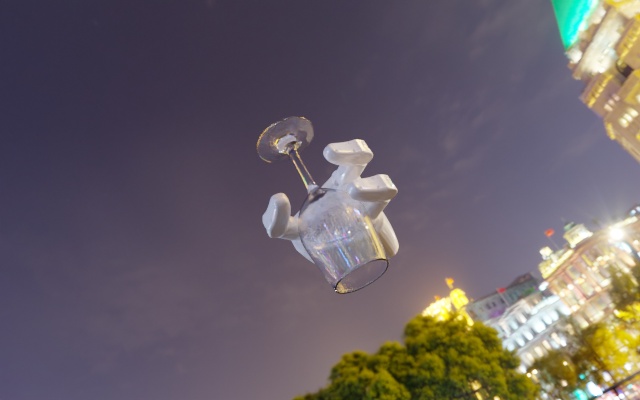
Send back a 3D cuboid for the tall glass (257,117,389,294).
[{"bbox_3d":[0.000,0.001,0.528,0.079,0.201,0.079,-21,-32,-14],"label":"tall glass"}]
